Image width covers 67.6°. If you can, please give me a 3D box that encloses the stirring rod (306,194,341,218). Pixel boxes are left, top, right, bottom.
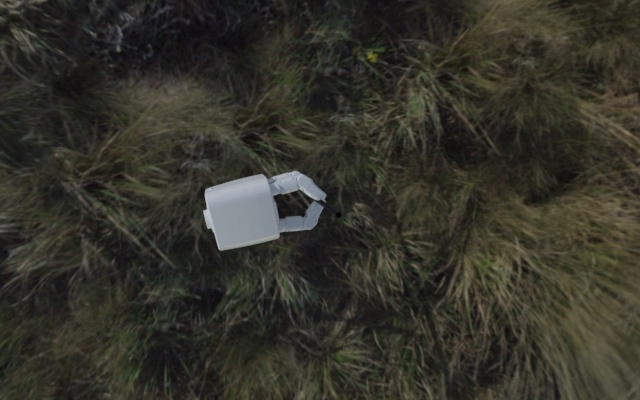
[{"bbox_3d":[0.000,0.003,0.806,0.011,0.011,0.239,0,9,-13],"label":"stirring rod"}]
